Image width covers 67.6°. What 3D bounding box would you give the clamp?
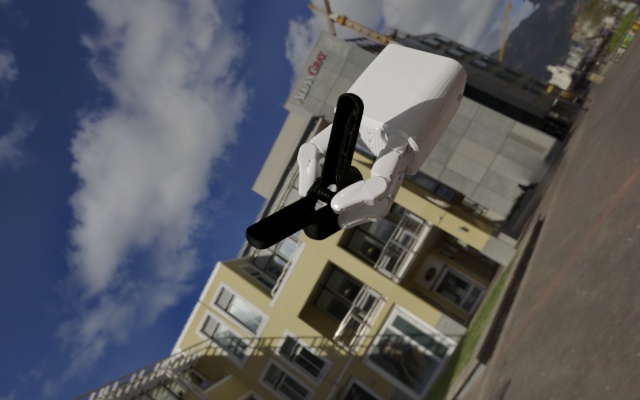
[{"bbox_3d":[0.000,0.001,0.506,0.036,0.164,0.210,34,-11,19],"label":"clamp"}]
